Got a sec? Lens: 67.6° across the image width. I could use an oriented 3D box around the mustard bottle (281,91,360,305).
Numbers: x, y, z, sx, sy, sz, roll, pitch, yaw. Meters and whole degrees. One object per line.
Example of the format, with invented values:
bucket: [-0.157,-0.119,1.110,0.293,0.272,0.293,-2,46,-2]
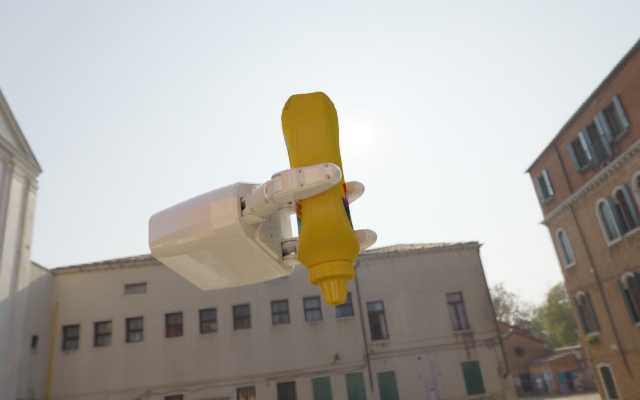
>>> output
mustard bottle: [0.000,0.001,0.449,0.058,0.191,0.096,-7,-22,-3]
